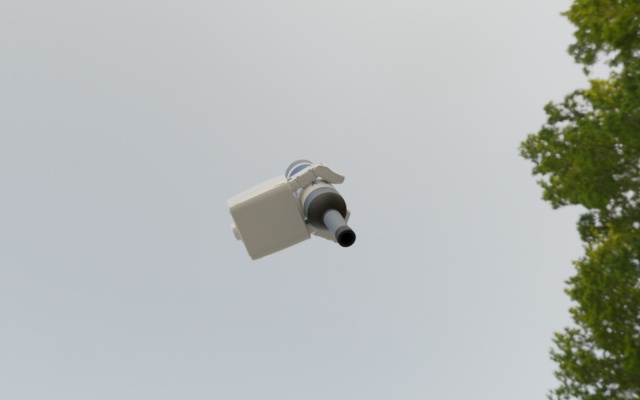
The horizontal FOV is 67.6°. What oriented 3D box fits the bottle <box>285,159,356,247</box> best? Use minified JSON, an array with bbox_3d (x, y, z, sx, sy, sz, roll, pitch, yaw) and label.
[{"bbox_3d":[0.000,0.002,0.792,0.069,0.069,0.295,0,20,-15],"label":"bottle"}]
